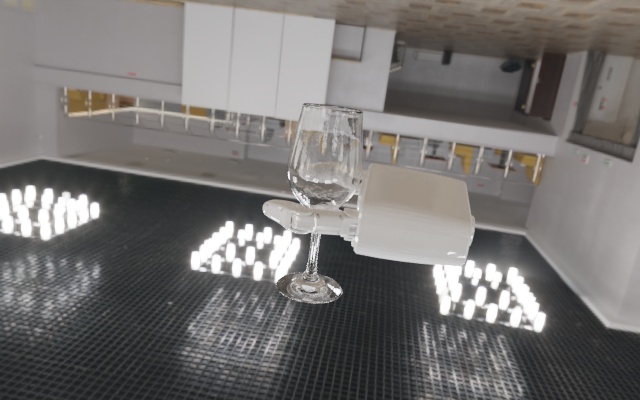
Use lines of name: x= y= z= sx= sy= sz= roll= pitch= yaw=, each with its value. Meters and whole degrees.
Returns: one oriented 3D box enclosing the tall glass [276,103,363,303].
tall glass: x=0.000 y=0.002 z=0.506 sx=0.079 sy=0.201 sz=0.079 roll=7 pitch=15 yaw=-2
